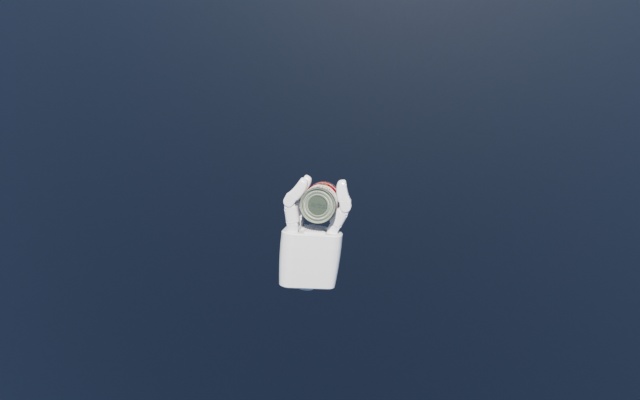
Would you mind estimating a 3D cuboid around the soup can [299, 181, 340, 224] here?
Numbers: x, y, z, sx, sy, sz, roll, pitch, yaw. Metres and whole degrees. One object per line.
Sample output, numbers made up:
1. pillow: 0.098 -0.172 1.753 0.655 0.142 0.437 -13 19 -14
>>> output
1. soup can: 0.000 0.002 0.893 0.068 0.068 0.102 0 8 7
